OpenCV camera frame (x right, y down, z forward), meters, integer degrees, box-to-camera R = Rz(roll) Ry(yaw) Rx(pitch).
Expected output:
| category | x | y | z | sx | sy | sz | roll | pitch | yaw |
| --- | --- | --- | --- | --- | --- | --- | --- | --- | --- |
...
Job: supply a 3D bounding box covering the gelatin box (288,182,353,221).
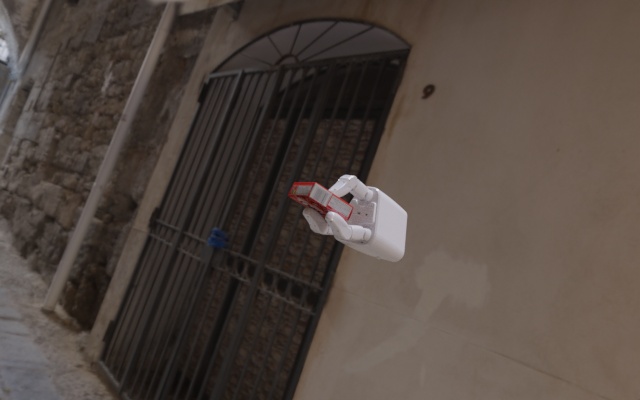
| category | x | y | z | sx | sy | sz | roll | pitch | yaw |
| --- | --- | --- | --- | --- | --- | --- | --- | --- | --- |
| gelatin box | 0.000 | 0.002 | 0.800 | 0.089 | 0.030 | 0.073 | 33 | -14 | -28 |
